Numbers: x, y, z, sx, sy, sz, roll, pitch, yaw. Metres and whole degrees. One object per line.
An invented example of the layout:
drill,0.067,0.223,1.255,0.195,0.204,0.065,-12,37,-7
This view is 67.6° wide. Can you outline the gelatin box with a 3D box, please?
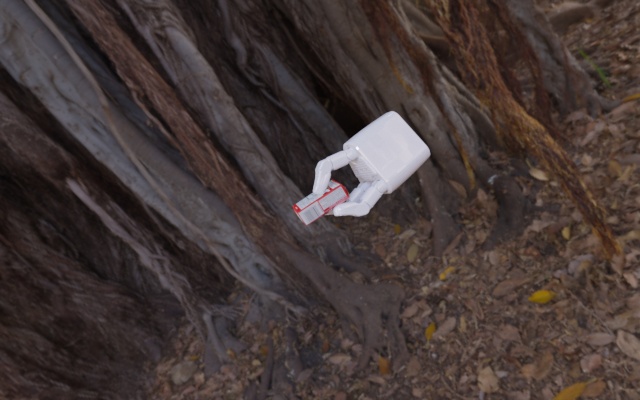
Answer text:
gelatin box,0.000,0.002,0.811,0.089,0.030,0.073,-33,13,-5
